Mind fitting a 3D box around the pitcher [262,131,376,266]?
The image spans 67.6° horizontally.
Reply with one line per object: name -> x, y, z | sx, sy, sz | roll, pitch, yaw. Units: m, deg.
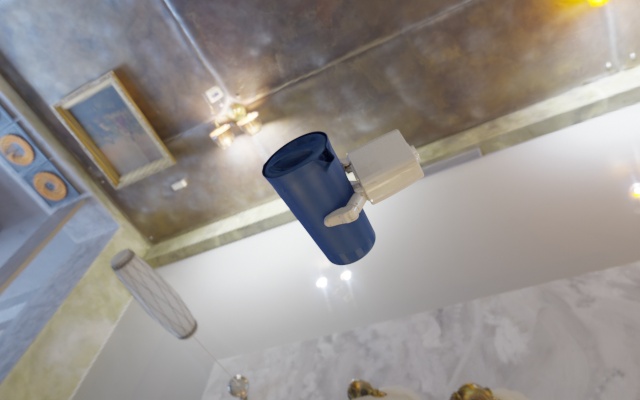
pitcher -> 0.000, 0.003, 0.895 | 0.145, 0.243, 0.149 | -28, 28, 7
